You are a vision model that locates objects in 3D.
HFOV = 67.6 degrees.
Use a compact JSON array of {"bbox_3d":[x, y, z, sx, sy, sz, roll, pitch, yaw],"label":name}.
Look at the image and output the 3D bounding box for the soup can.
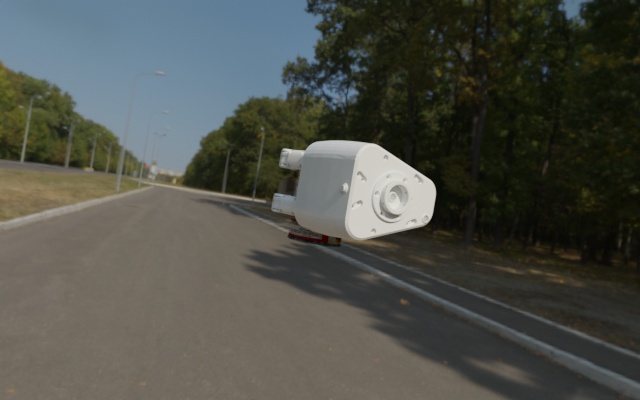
[{"bbox_3d":[0.000,0.002,0.597,0.068,0.102,0.068,10,1,0],"label":"soup can"}]
